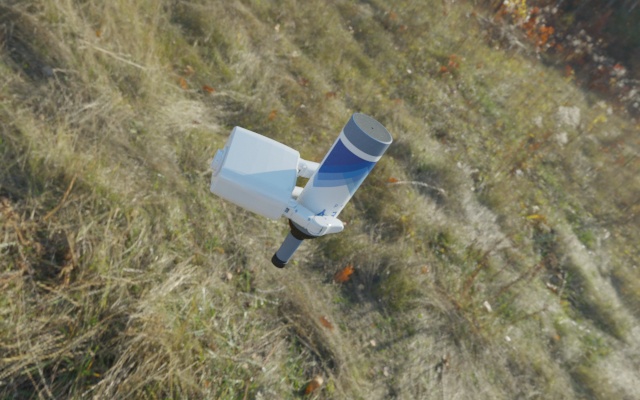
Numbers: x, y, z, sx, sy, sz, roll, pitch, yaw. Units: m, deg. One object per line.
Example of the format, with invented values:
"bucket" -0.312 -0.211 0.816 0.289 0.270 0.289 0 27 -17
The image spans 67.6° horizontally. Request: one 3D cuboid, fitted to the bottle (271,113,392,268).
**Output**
"bottle" 0.000 0.002 0.738 0.069 0.296 0.069 24 33 -17
